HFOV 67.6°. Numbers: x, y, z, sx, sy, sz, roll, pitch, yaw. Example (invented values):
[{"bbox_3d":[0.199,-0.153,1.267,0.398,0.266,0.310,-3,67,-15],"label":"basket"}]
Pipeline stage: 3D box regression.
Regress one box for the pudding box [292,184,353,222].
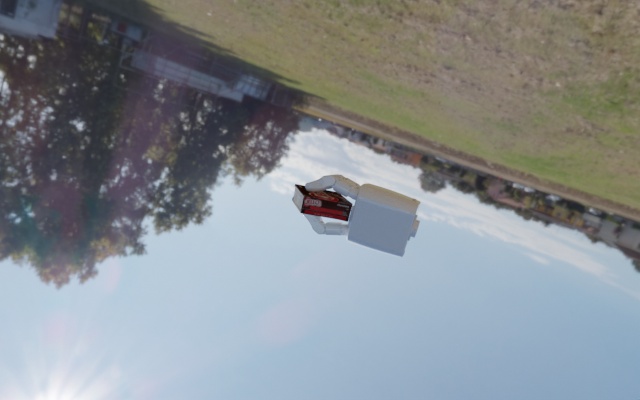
[{"bbox_3d":[0.000,0.003,0.880,0.090,0.039,0.113,12,7,-14],"label":"pudding box"}]
